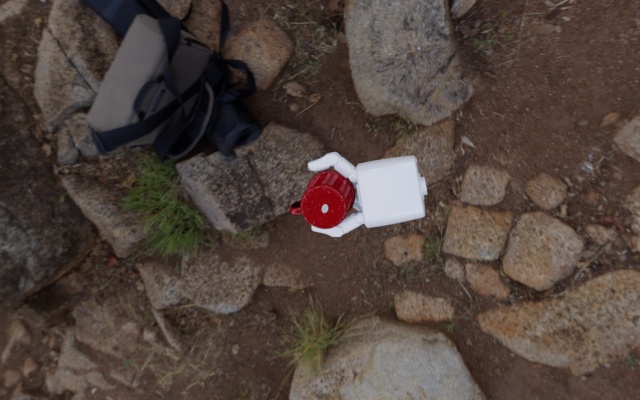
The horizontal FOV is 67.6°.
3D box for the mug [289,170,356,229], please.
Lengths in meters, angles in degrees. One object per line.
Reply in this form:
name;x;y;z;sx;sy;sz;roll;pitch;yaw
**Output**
mug;-0.001;0.003;0.846;0.117;0.093;0.081;-10;15;13
